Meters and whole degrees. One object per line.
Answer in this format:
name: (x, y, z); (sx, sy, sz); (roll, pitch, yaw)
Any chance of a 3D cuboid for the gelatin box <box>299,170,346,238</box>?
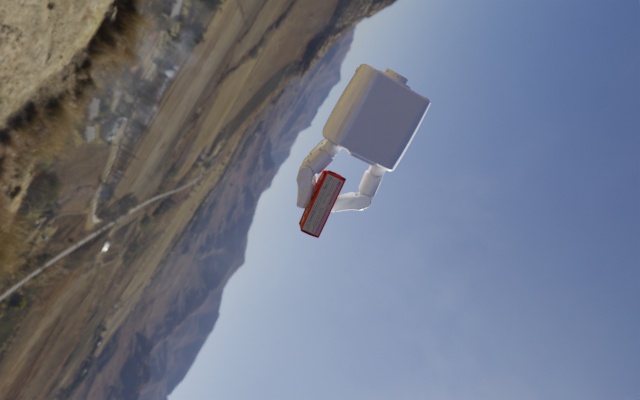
gelatin box: (0.000, 0.003, 0.657); (0.030, 0.089, 0.073); (24, 2, -6)
